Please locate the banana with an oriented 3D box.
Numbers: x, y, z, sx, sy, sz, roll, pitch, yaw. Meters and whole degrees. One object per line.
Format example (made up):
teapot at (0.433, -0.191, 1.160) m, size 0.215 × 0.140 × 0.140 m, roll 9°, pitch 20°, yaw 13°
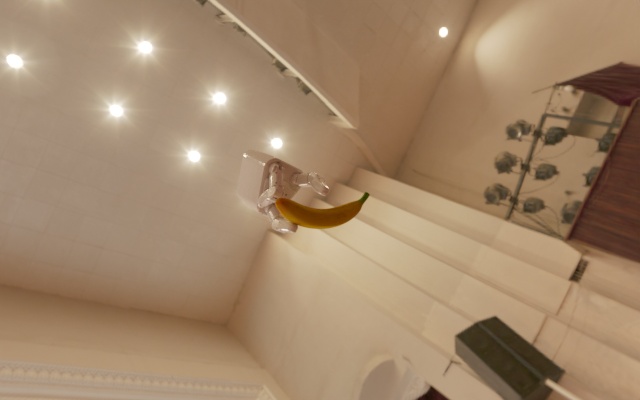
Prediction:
banana at (0.001, 0.020, 0.872) m, size 0.198 × 0.070 × 0.037 m, roll -5°, pitch 20°, yaw -34°
